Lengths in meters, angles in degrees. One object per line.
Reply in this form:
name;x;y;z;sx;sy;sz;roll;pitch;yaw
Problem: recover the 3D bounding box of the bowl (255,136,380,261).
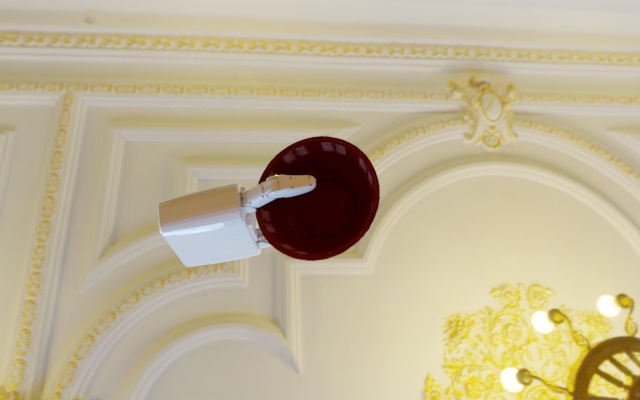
bowl;0.002;0.002;0.610;0.162;0.162;0.055;0;-17;18
